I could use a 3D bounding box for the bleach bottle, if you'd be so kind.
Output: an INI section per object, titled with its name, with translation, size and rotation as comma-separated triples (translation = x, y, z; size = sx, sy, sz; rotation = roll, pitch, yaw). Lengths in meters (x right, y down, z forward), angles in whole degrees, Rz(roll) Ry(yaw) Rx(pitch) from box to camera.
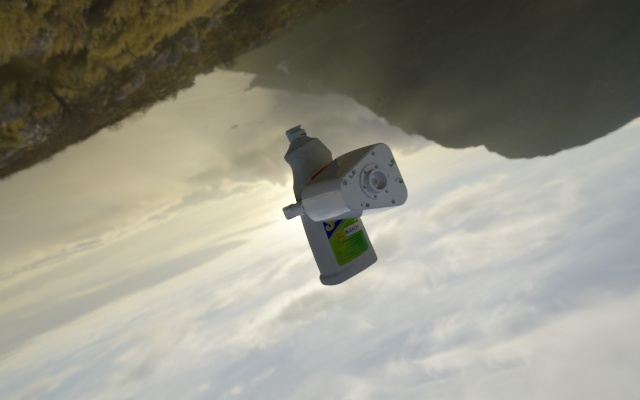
[bleach bottle]
translation = 0.000, 0.003, 0.766
size = 0.102, 0.251, 0.068
rotation = -26, 5, -29
